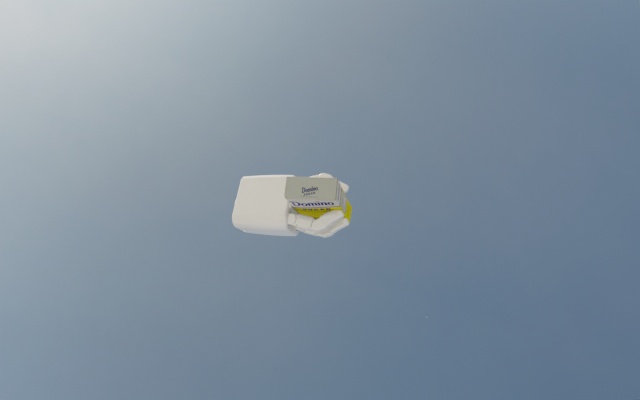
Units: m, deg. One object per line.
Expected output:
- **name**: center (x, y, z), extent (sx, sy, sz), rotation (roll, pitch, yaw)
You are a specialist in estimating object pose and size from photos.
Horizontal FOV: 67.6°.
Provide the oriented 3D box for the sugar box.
- **sugar box**: center (0.000, 0.003, 0.884), extent (0.093, 0.048, 0.176), rotation (2, -13, 13)
